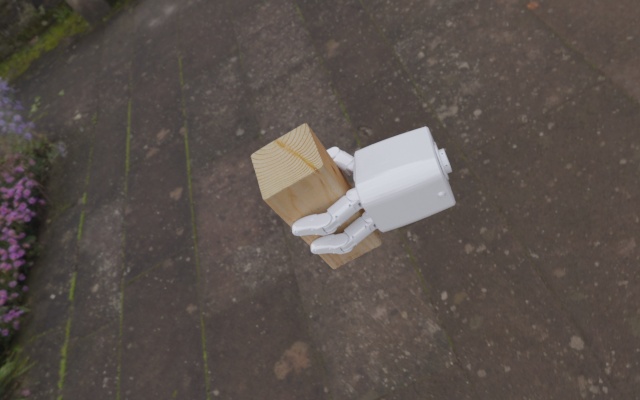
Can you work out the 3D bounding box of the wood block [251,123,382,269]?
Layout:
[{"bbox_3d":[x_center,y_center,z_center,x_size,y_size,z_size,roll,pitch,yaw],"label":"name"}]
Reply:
[{"bbox_3d":[0.000,0.002,0.681,0.090,0.090,0.206,-29,-42,10],"label":"wood block"}]
